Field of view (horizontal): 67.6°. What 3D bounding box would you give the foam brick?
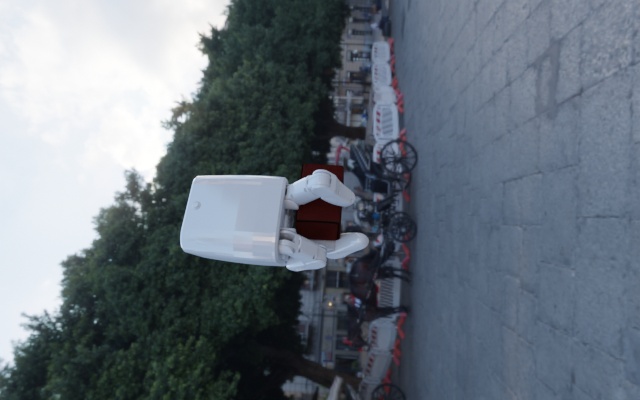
[{"bbox_3d":[0.000,0.002,0.568,0.051,0.078,0.053,3,-28,4],"label":"foam brick"}]
